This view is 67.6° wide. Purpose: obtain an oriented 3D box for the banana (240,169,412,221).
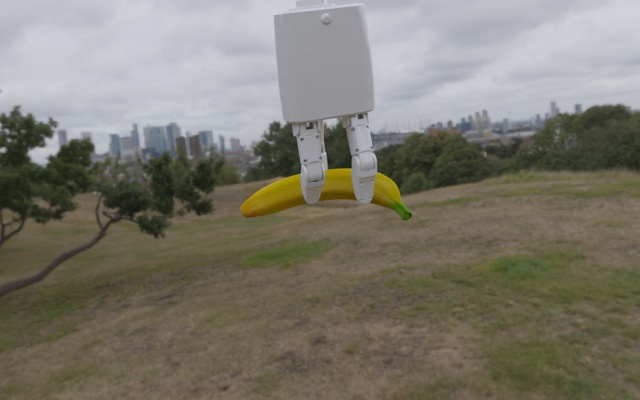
[{"bbox_3d":[0.006,-0.009,0.562,0.198,0.037,0.069,-1,36,10],"label":"banana"}]
